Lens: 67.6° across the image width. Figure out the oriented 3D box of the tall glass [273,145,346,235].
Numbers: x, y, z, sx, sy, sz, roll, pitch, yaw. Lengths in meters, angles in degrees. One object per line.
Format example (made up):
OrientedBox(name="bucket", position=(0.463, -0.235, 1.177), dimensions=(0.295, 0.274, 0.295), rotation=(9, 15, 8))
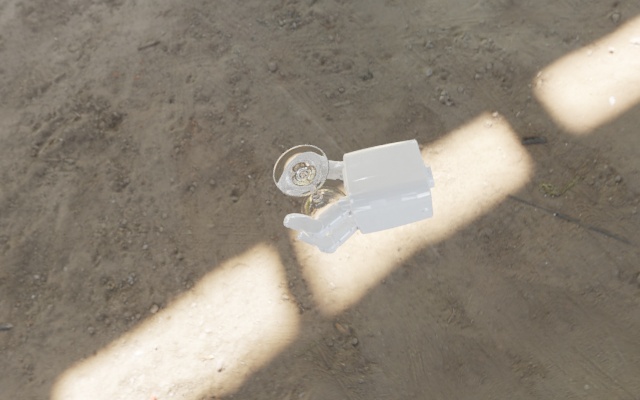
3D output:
OrientedBox(name="tall glass", position=(0.000, 0.002, 0.691), dimensions=(0.079, 0.079, 0.201), rotation=(0, -24, 15))
